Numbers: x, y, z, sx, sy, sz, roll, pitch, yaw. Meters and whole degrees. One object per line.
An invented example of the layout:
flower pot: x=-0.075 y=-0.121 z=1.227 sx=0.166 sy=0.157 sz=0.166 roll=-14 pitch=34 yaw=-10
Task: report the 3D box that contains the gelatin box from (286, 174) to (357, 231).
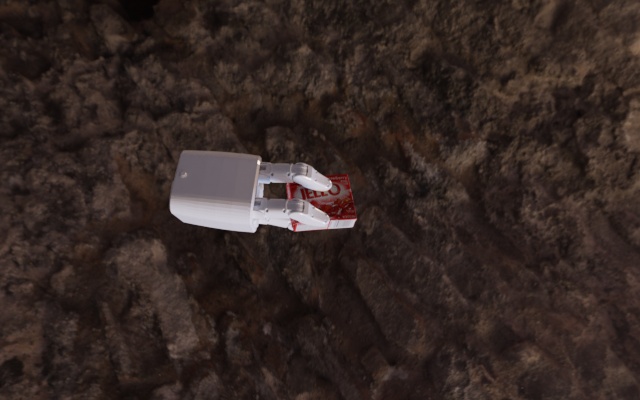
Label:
gelatin box: x=0.000 y=0.002 z=0.668 sx=0.089 sy=0.073 sz=0.030 roll=-3 pitch=-28 yaw=-13
